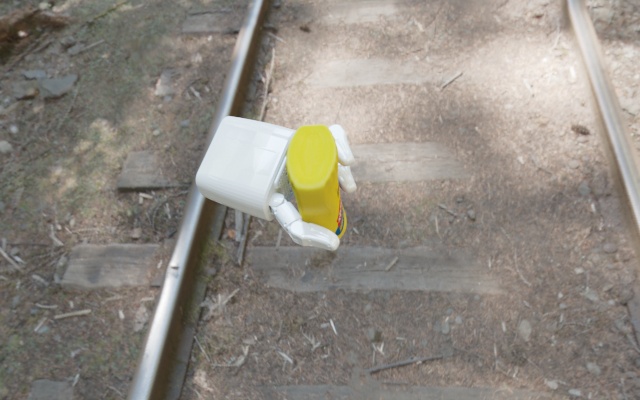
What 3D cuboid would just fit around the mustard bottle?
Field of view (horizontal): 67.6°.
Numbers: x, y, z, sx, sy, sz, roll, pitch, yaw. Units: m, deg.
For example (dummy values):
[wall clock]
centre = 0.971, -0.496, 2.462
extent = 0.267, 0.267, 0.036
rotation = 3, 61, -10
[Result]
[mustard bottle]
centre = 0.000, 0.002, 0.602
extent = 0.058, 0.096, 0.192
rotation = -4, -35, 5
